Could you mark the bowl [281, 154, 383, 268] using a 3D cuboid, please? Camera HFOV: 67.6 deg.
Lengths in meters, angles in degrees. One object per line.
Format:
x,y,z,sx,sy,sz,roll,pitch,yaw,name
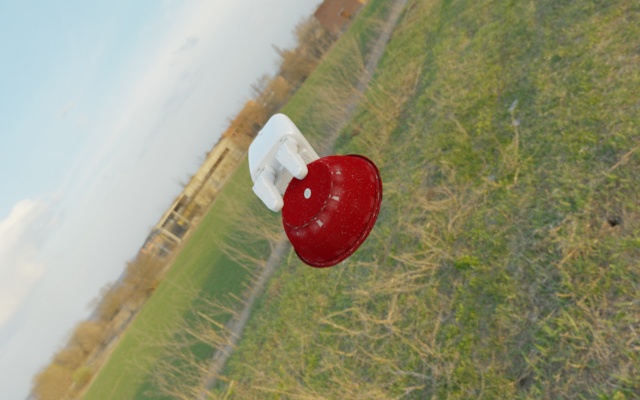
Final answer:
0.000,0.002,0.611,0.055,0.162,0.162,29,-19,-38,bowl
